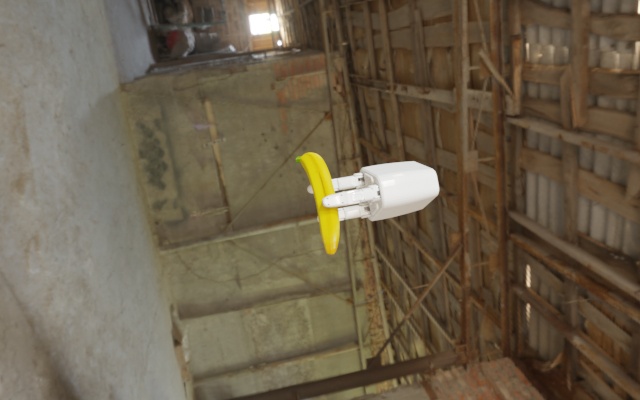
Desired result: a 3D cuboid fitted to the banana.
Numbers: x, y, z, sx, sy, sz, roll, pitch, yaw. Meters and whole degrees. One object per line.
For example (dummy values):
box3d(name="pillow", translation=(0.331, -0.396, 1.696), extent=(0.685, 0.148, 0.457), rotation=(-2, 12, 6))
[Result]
box3d(name="banana", translation=(0.002, -0.009, 0.813), extent=(0.037, 0.197, 0.070), rotation=(-10, -25, -16))
